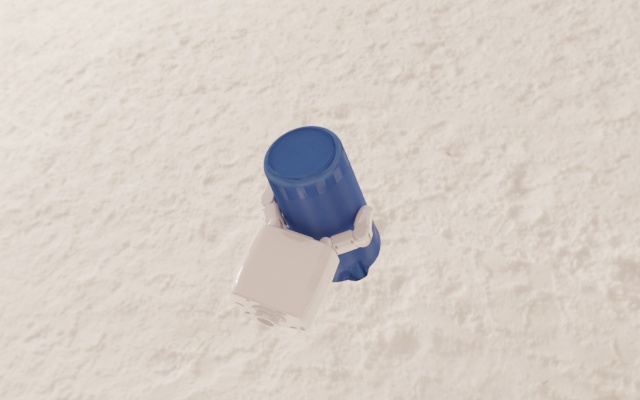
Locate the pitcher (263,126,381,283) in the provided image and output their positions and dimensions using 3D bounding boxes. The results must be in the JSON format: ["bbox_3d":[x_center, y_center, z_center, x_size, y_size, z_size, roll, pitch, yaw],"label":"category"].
[{"bbox_3d":[0.000,0.002,0.709,0.149,0.145,0.243,9,-33,24],"label":"pitcher"}]
